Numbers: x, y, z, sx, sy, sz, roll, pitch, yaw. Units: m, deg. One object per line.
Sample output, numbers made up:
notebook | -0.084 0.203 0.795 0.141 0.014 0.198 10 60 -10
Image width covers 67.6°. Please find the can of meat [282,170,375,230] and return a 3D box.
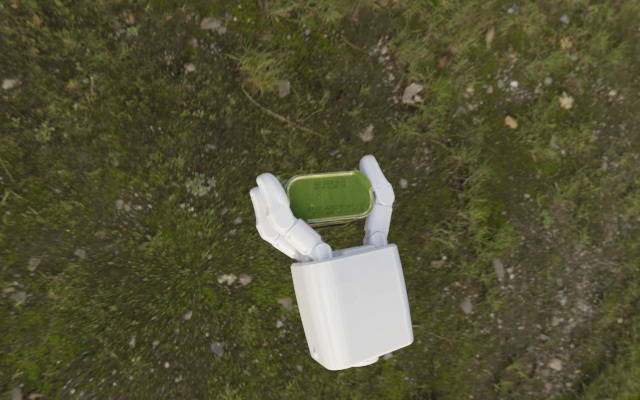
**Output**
can of meat | 0.000 0.002 0.531 0.102 0.057 0.084 -6 -6 -15
